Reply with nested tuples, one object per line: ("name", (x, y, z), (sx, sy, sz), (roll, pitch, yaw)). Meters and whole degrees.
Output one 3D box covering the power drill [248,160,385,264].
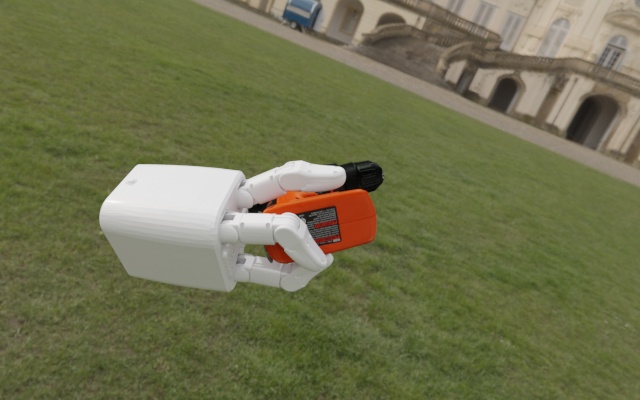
("power drill", (0.000, 0.002, 0.517), (0.184, 0.057, 0.187), (-14, 13, -6))
